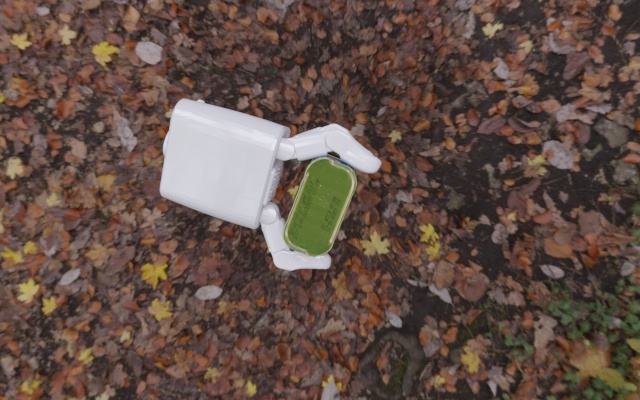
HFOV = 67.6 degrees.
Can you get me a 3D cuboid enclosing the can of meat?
[{"bbox_3d":[0.000,0.002,0.498,0.057,0.102,0.084,21,8,-1],"label":"can of meat"}]
